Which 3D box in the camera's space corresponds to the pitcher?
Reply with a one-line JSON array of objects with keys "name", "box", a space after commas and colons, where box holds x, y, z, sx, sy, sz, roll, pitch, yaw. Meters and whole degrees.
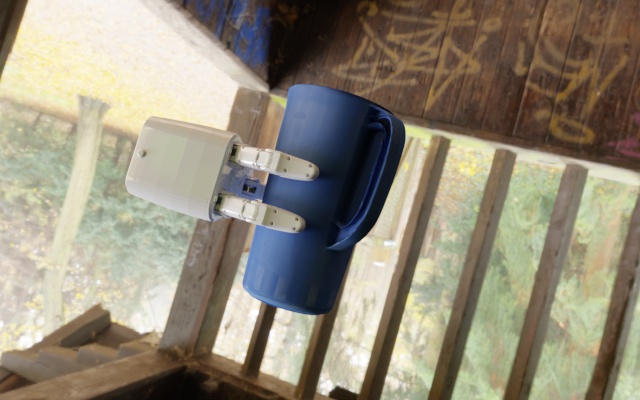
[{"name": "pitcher", "box": [0.000, 0.002, 0.541, 0.145, 0.243, 0.149, 16, -3, 7]}]
